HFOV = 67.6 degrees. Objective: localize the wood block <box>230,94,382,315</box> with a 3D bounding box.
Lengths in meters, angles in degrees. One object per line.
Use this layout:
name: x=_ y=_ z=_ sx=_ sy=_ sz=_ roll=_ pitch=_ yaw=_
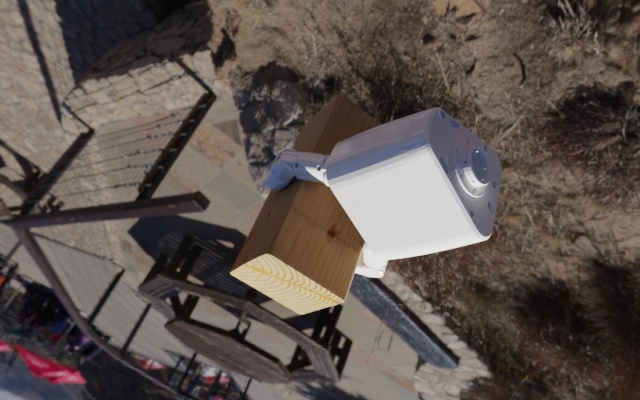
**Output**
wood block: x=0.000 y=0.001 z=0.505 sx=0.091 sy=0.206 sz=0.090 roll=35 pitch=-34 yaw=-17
